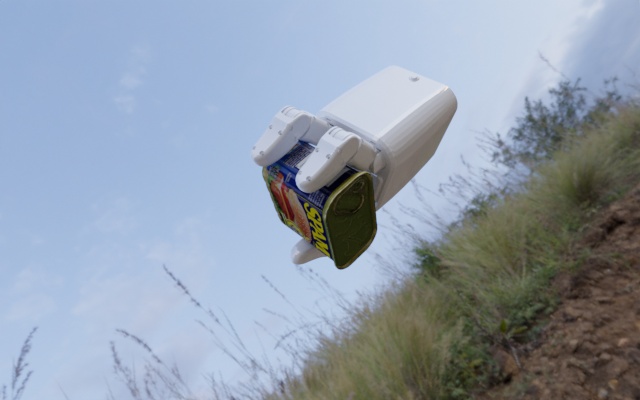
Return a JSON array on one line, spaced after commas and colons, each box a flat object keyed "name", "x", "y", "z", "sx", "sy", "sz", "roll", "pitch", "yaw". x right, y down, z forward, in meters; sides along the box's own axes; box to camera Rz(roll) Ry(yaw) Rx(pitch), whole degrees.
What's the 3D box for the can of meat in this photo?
[{"name": "can of meat", "x": 0.000, "y": 0.001, "z": 0.435, "sx": 0.084, "sy": 0.102, "sz": 0.057, "roll": 34, "pitch": 64, "yaw": 33}]
